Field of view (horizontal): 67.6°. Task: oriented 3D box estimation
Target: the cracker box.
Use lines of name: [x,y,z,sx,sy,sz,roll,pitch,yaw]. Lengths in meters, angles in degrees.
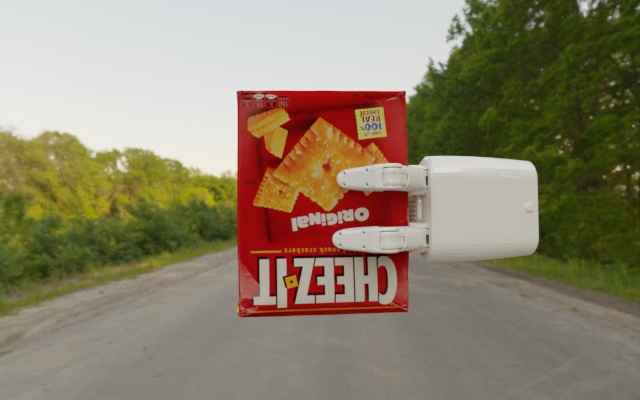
cracker box: [0.000,0.001,0.471,0.164,0.213,0.072,0,-2,-6]
